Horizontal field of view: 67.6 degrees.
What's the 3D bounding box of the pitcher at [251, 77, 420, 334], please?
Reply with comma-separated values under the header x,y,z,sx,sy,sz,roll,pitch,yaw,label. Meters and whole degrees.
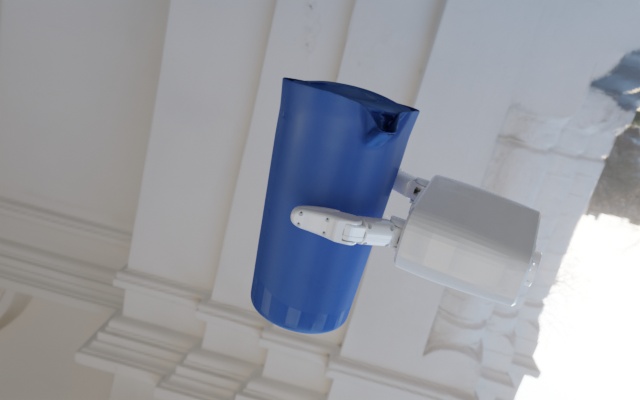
x,y,z,sx,sy,sz,roll,pitch,yaw,label
0.000,0.002,0.493,0.145,0.243,0.149,19,17,18,pitcher
